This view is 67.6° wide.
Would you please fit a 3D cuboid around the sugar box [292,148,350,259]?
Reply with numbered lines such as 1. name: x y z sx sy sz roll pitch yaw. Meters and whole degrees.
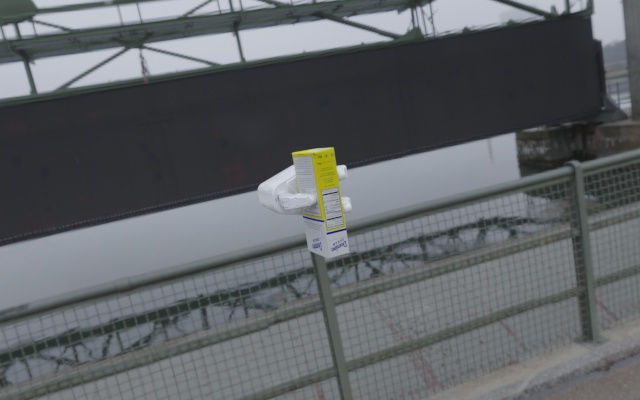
1. sugar box: 0.001 0.002 0.801 0.048 0.176 0.093 -15 10 -22
